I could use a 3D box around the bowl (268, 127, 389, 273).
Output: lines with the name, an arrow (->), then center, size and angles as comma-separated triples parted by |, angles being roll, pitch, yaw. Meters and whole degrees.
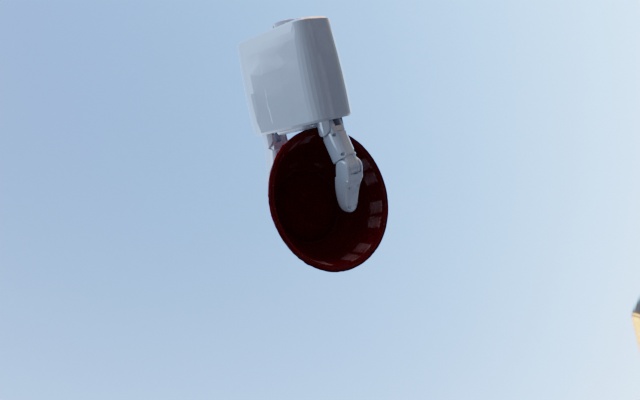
bowl -> 0.000, 0.003, 0.544 | 0.162, 0.162, 0.055 | 0, -10, -35
